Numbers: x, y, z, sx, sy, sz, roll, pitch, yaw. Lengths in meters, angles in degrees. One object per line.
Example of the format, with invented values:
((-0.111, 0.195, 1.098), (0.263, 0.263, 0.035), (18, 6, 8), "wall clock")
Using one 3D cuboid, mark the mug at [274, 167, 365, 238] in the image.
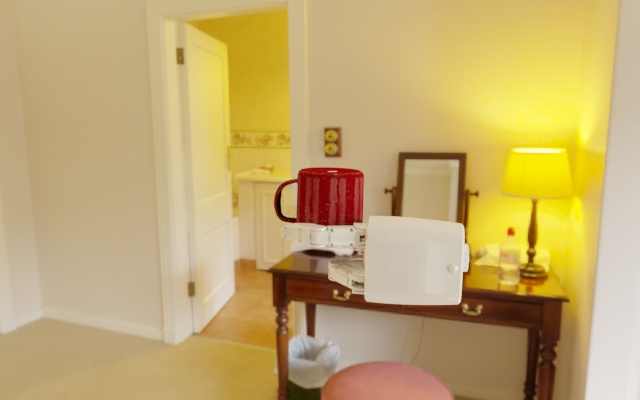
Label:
((-0.001, 0.002, 0.592), (0.117, 0.081, 0.093), (3, 9, 10), "mug")
